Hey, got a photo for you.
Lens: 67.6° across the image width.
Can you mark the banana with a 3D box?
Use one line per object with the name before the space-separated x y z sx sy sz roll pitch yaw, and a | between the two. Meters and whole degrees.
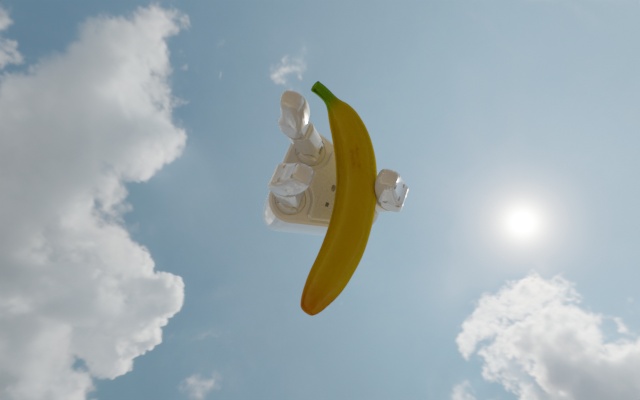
banana | 0.018 -0.001 0.417 0.069 0.197 0.037 5 -9 -20
